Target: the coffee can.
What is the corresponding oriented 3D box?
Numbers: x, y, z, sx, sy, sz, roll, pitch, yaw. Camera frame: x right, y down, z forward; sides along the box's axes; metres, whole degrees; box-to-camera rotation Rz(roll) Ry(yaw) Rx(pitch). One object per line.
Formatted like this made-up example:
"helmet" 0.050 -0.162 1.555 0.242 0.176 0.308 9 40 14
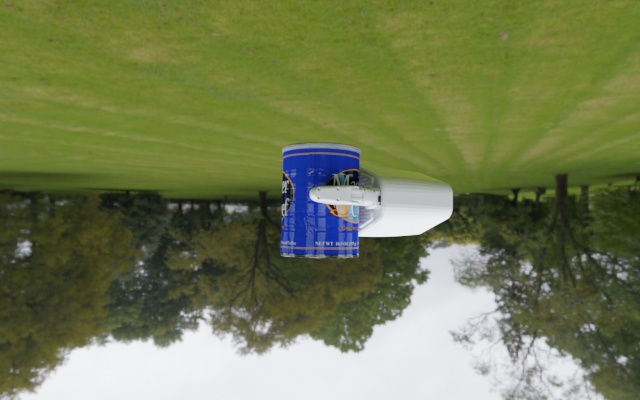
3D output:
"coffee can" 0.000 0.002 0.624 0.103 0.140 0.103 1 -3 0
